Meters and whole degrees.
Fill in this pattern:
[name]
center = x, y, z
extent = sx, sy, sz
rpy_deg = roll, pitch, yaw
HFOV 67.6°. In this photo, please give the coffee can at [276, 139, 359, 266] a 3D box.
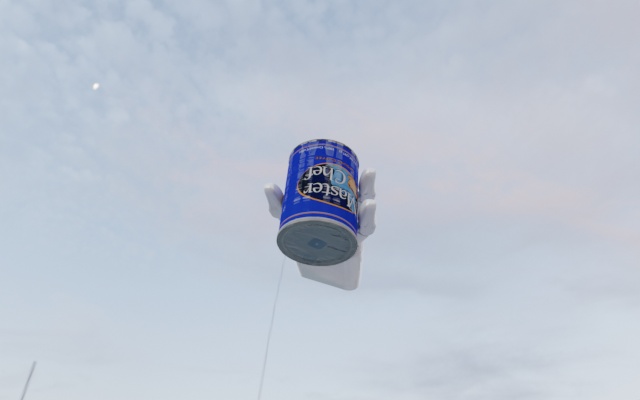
[coffee can]
center = 0.000, 0.002, 0.642
extent = 0.103, 0.140, 0.103
rpy_deg = 3, -39, 2
